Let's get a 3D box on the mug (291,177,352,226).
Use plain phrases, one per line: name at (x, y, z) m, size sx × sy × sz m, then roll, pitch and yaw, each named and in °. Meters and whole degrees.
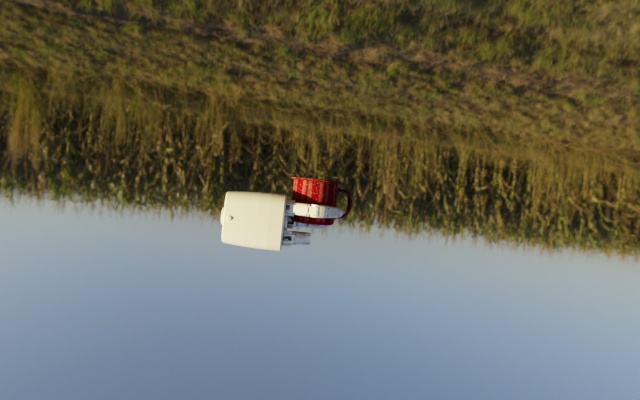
mug at (0.002, 0.003, 0.883) m, size 0.117 × 0.081 × 0.093 m, roll 6°, pitch 1°, yaw 0°
